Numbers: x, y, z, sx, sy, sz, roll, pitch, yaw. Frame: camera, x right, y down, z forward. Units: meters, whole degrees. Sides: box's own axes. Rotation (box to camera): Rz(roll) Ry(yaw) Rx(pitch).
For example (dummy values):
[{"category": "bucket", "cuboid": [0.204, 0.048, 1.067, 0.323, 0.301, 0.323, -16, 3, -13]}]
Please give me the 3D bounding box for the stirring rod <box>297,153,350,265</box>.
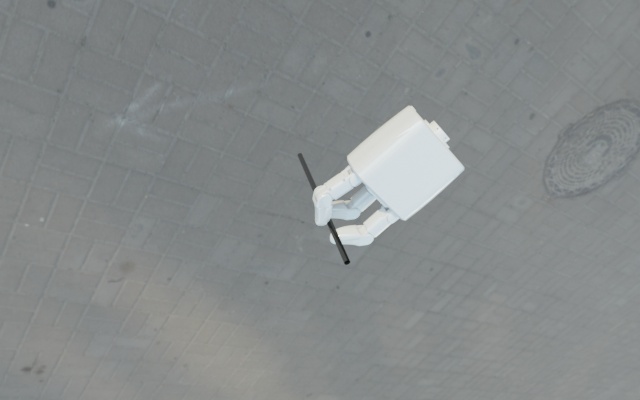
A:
[{"category": "stirring rod", "cuboid": [0.000, 0.002, 0.686, 0.011, 0.011, 0.239, 0, 39, -21]}]
